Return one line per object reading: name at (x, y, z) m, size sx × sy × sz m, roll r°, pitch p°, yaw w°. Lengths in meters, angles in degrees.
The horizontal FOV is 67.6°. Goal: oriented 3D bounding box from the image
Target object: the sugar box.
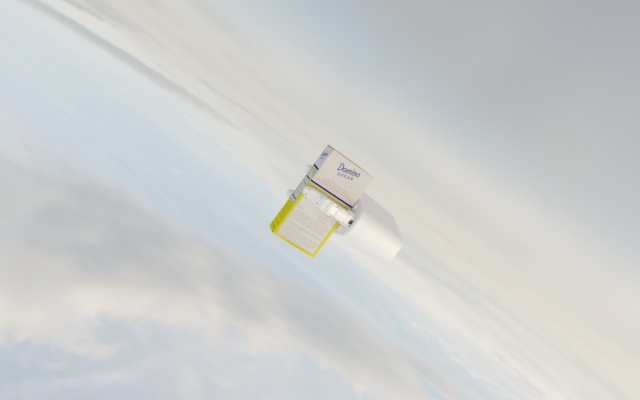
sugar box at (0.000, 0.003, 0.817) m, size 0.093 × 0.176 × 0.048 m, roll 34°, pitch 6°, yaw -23°
